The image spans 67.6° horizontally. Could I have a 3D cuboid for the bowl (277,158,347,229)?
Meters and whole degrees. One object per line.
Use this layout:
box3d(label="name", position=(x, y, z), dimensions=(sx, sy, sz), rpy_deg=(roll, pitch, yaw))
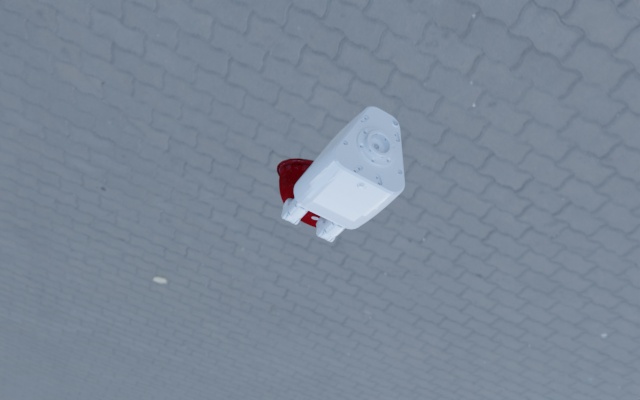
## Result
box3d(label="bowl", position=(0.000, 0.003, 0.715), dimensions=(0.162, 0.055, 0.162), rpy_deg=(19, -19, 7))
